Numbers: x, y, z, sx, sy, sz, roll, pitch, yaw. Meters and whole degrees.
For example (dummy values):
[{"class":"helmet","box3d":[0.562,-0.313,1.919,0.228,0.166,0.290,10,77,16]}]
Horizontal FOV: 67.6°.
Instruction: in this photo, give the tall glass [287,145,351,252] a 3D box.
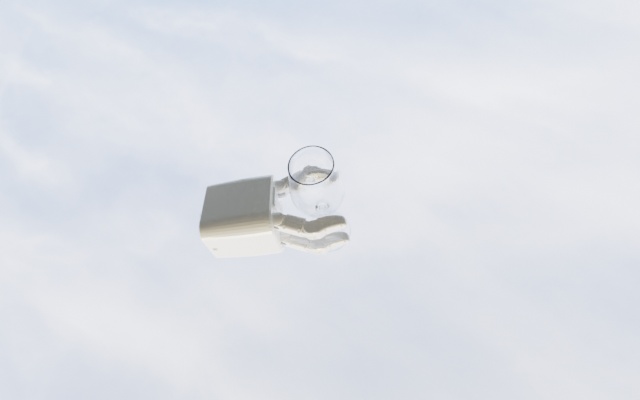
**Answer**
[{"class":"tall glass","box3d":[0.000,0.003,0.702,0.079,0.079,0.201,0,-29,8]}]
